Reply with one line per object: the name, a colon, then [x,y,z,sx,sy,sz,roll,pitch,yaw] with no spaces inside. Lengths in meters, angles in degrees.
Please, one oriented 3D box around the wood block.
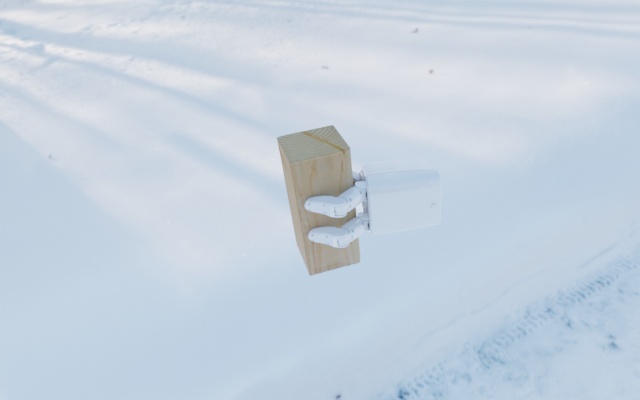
wood block: [0.000,0.002,0.738,0.090,0.206,0.090,-14,34,-9]
